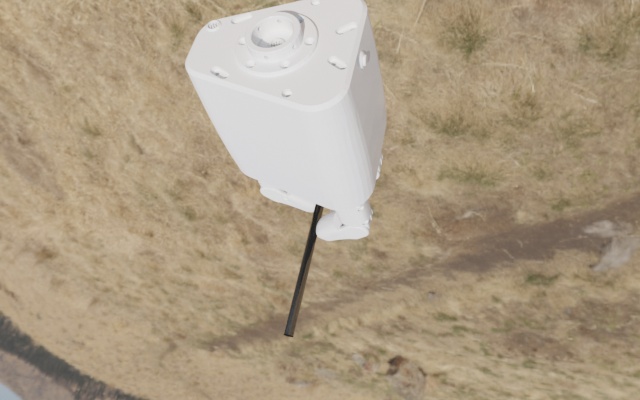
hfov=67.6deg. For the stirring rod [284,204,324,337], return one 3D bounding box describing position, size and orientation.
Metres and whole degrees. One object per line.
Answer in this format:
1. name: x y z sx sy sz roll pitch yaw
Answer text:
1. stirring rod: 0.000 0.001 0.427 0.011 0.239 0.011 11 -27 6
